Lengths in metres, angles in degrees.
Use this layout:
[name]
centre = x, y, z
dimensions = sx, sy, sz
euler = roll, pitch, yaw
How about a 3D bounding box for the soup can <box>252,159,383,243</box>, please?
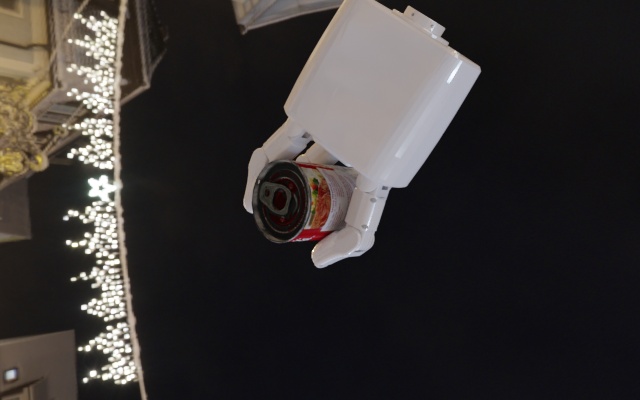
[soup can]
centre = 0.000, 0.002, 0.421
dimensions = 0.068, 0.068, 0.102
euler = 0, -1, 42
